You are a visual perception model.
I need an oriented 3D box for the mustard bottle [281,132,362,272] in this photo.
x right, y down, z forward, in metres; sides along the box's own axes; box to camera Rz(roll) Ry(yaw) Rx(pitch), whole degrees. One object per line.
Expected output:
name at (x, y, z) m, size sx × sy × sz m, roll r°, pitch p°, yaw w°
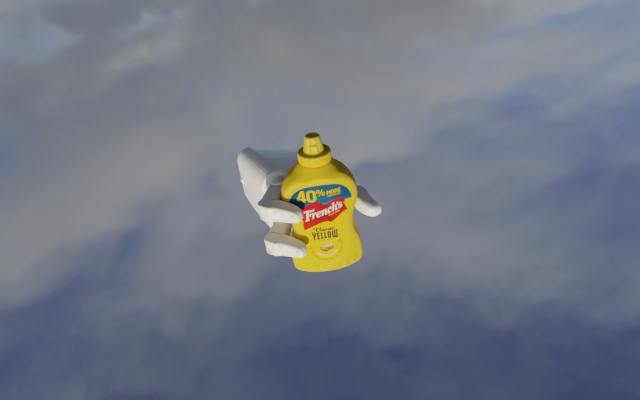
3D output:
mustard bottle at (0.000, 0.002, 0.615) m, size 0.096 × 0.192 × 0.058 m, roll -8°, pitch 33°, yaw -1°
